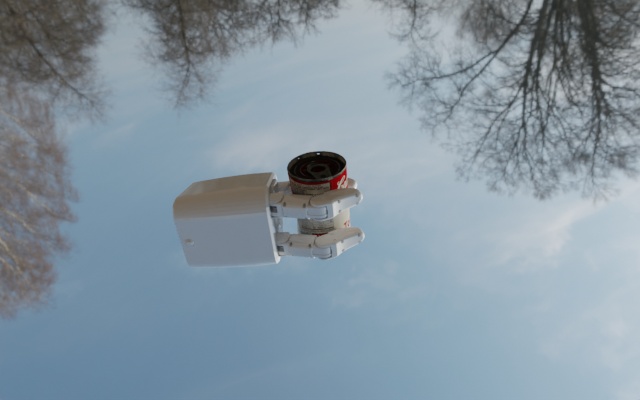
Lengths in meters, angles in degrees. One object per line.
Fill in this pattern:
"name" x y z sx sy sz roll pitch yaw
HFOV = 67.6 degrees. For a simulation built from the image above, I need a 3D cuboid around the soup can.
"soup can" 0.001 0.002 0.567 0.068 0.102 0.068 -4 32 3
